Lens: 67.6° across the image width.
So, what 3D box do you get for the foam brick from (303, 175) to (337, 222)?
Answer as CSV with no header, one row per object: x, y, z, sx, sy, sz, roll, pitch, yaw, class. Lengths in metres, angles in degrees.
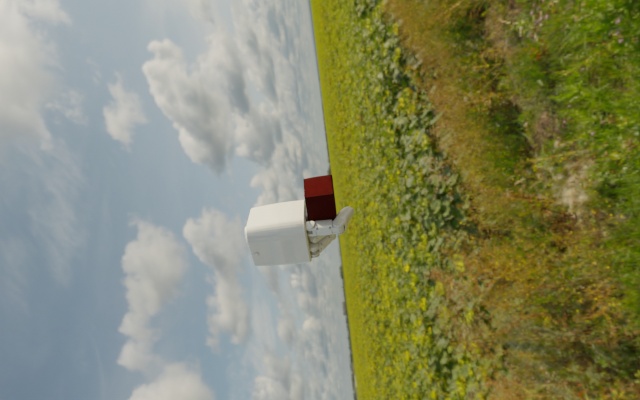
0.000,0.002,0.839,0.051,0.078,0.053,-6,42,2,foam brick
